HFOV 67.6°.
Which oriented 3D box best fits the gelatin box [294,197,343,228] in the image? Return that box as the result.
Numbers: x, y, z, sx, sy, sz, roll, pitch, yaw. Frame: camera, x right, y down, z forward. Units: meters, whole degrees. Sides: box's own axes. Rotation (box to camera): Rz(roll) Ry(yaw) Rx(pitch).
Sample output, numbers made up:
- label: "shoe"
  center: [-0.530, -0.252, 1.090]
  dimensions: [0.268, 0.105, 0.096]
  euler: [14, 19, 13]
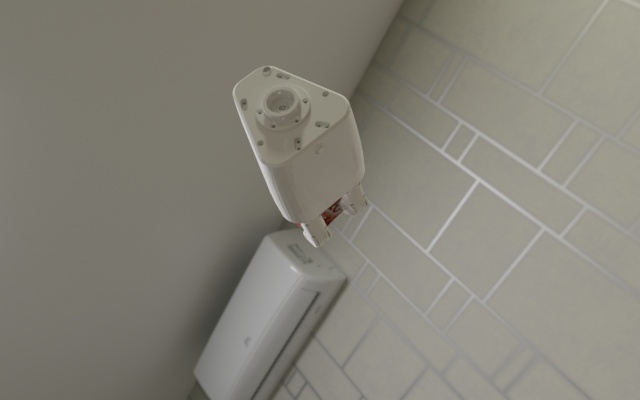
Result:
- label: "gelatin box"
  center: [0.000, 0.002, 0.569]
  dimensions: [0.030, 0.073, 0.089]
  euler: [46, 2, 23]
